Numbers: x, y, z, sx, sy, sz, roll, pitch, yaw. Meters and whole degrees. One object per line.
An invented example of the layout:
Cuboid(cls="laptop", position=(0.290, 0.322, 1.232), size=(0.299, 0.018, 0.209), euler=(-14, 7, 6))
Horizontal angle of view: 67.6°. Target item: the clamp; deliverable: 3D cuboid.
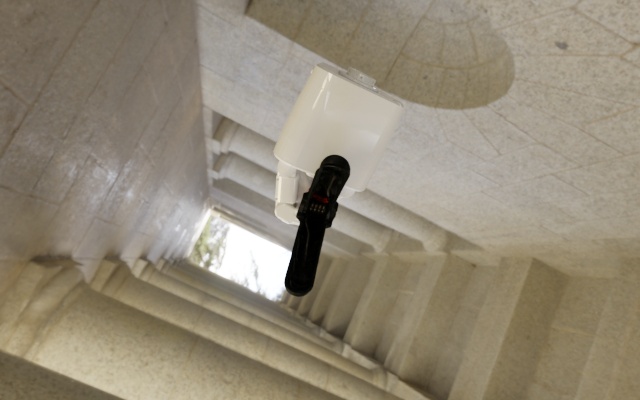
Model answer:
Cuboid(cls="clamp", position=(0.001, 0.002, 0.449), size=(0.039, 0.120, 0.171), euler=(22, 18, -7))
